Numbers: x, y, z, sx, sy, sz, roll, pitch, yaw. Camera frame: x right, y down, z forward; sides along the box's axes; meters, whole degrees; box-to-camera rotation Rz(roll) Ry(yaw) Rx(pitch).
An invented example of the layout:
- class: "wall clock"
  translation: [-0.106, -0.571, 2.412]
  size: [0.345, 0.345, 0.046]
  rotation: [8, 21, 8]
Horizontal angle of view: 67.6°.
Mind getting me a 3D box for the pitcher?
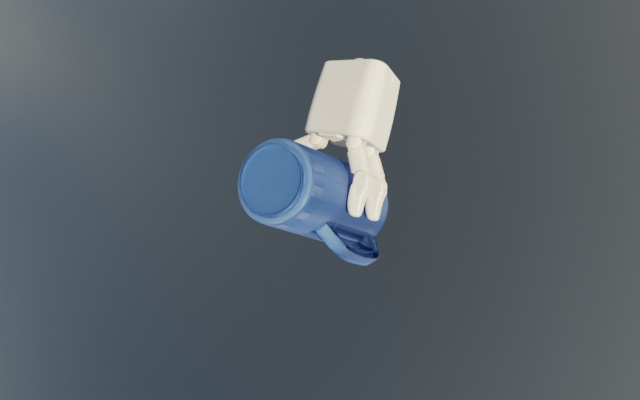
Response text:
- class: "pitcher"
  translation: [0.000, 0.002, 0.670]
  size: [0.149, 0.145, 0.243]
  rotation: [14, -2, 28]
